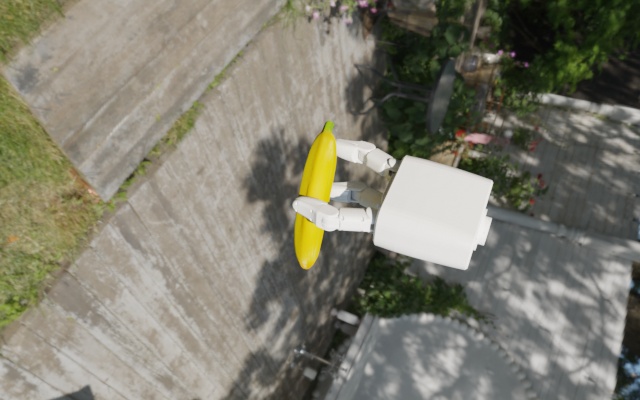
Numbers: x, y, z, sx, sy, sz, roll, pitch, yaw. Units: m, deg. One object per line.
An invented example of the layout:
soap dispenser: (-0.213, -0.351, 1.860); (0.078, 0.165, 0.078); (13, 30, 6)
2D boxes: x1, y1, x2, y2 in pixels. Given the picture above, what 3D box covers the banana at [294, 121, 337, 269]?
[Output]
banana: (-0.005, 0.001, 0.595); (0.037, 0.198, 0.069); (15, 12, 16)
